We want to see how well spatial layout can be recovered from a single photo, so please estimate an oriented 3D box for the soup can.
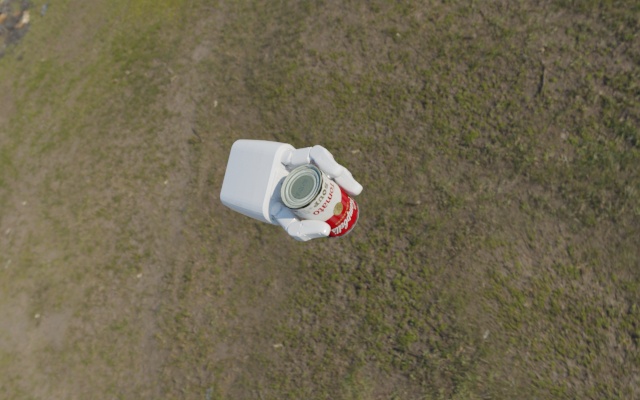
[{"bbox_3d":[0.000,0.002,0.659,0.068,0.068,0.102,0,-25,35],"label":"soup can"}]
